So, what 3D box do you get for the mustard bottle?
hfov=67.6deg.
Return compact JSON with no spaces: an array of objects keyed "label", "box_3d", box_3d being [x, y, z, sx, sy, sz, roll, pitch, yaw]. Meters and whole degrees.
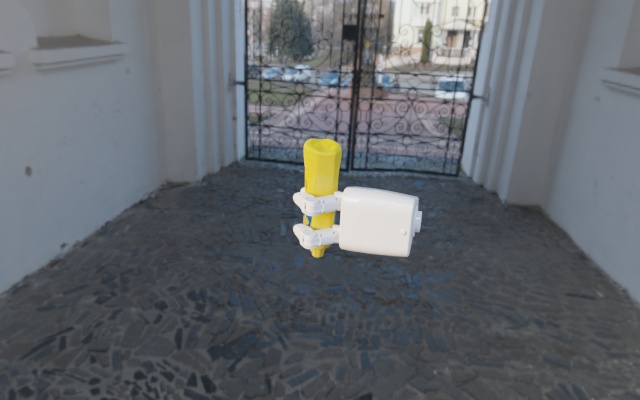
[{"label":"mustard bottle","box_3d":[0.000,0.002,0.770,0.058,0.192,0.096,-1,21,-9]}]
